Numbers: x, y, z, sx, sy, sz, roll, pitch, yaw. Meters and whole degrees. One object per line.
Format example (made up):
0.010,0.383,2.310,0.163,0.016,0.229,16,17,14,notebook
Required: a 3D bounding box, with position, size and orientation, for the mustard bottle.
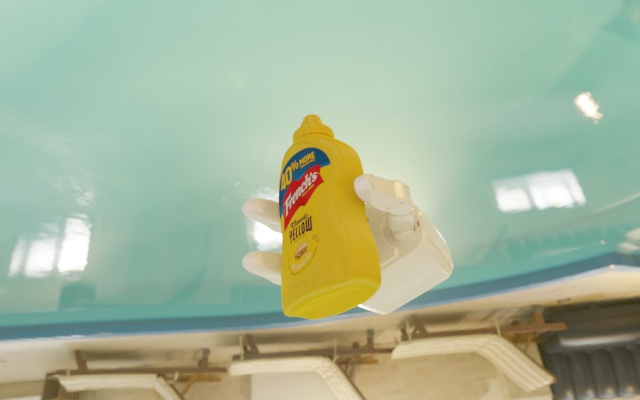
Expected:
0.000,0.002,0.429,0.058,0.191,0.096,16,-37,-33,mustard bottle
